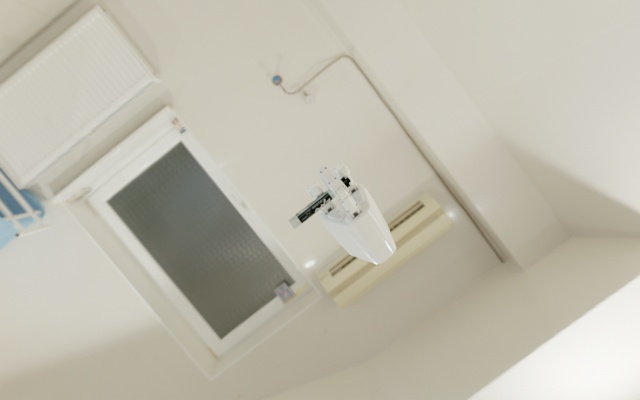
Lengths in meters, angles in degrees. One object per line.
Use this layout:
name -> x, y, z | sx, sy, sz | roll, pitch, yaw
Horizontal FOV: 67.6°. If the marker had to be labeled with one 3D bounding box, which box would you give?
marker -> 0.000, 0.003, 0.778 | 0.121, 0.020, 0.020 | -38, 2, -3
